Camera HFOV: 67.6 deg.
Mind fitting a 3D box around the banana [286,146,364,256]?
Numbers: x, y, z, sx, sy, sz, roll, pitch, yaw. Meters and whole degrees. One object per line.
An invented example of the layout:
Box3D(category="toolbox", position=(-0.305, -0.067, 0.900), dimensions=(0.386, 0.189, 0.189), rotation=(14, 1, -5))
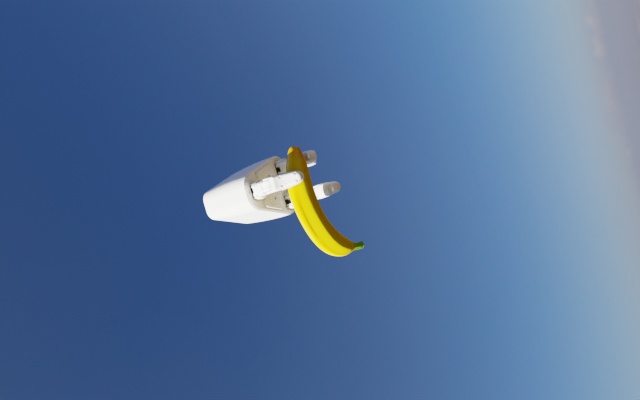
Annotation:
Box3D(category="banana", position=(-0.006, 0.015, 0.714), dimensions=(0.037, 0.198, 0.069), rotation=(-17, 24, 38))
